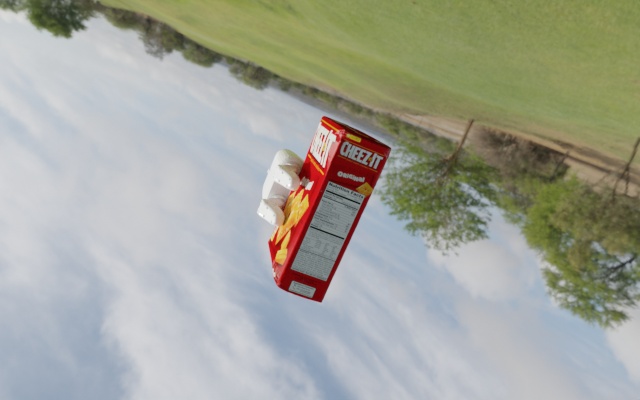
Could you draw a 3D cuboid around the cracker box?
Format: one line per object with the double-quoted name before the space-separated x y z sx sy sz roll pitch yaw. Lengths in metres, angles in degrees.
"cracker box" 0.000 0.002 0.644 0.072 0.214 0.164 20 11 -14
